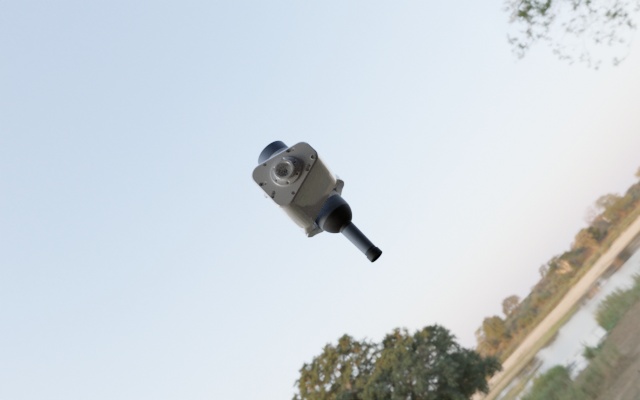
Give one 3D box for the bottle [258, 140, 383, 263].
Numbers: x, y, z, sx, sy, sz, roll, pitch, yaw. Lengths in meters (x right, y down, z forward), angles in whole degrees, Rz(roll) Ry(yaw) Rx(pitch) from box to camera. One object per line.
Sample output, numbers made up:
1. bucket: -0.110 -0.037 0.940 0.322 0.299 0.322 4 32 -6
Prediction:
1. bottle: 0.000 0.003 0.868 0.295 0.069 0.069 44 22 25
